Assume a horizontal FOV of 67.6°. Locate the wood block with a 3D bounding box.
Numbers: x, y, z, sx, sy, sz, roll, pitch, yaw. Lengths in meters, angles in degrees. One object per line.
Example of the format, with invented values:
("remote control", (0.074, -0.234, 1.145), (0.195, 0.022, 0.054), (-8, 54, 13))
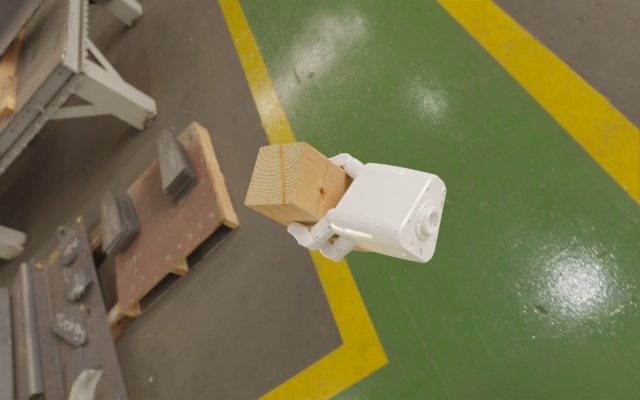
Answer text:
("wood block", (0.000, 0.002, 0.707), (0.090, 0.090, 0.206), (-1, -23, 40))
